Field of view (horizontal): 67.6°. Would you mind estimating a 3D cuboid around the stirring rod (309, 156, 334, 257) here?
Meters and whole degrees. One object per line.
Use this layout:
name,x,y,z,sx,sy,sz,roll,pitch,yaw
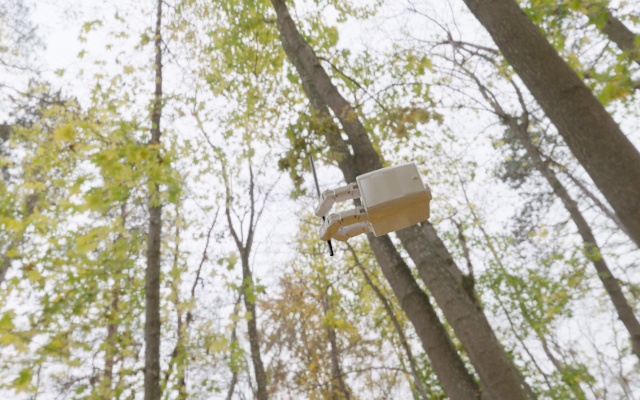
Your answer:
stirring rod,0.000,0.003,0.889,0.011,0.239,0.011,-7,-40,-6
